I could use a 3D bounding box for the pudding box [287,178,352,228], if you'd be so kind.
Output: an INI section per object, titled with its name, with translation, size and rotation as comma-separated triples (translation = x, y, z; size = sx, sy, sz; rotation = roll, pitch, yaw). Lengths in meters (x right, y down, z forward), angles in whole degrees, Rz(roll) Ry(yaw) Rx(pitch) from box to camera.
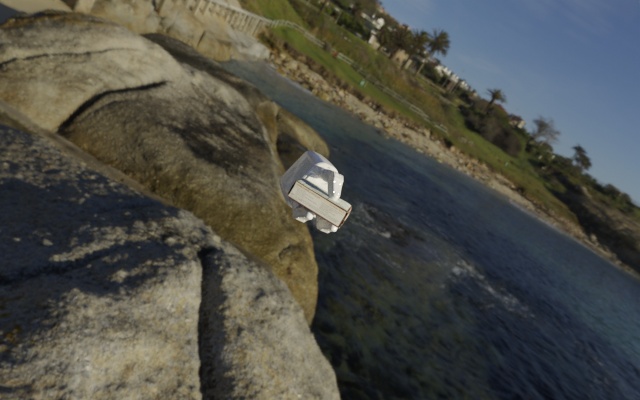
[pudding box]
translation = 0.000, 0.003, 0.884
size = 0.113, 0.039, 0.090
rotation = 30, 10, 5
